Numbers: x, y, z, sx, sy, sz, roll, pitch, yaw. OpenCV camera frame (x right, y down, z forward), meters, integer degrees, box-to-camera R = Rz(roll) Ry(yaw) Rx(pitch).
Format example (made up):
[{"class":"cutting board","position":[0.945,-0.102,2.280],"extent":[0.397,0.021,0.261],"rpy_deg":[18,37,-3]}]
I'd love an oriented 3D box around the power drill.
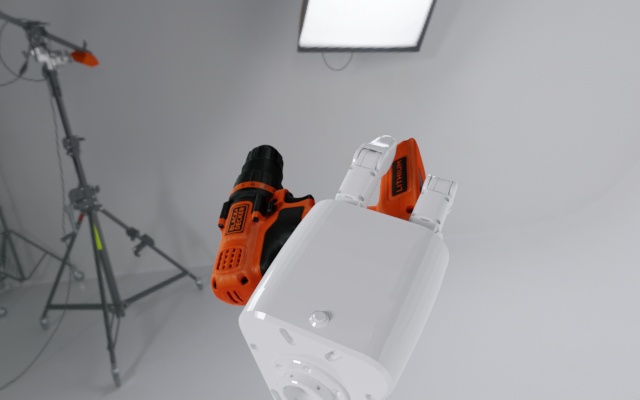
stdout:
[{"class":"power drill","position":[0.000,0.001,0.431],"extent":[0.187,0.184,0.057],"rpy_deg":[-12,-44,18]}]
